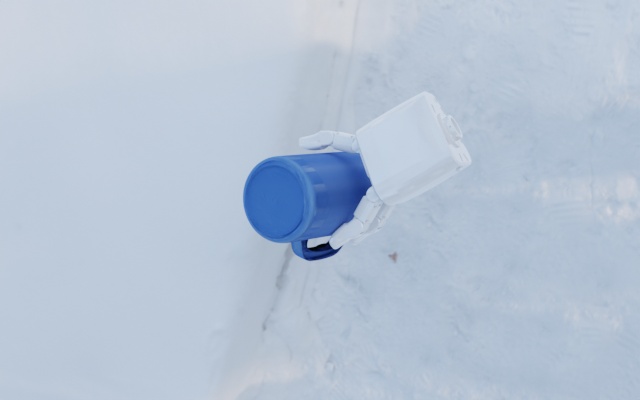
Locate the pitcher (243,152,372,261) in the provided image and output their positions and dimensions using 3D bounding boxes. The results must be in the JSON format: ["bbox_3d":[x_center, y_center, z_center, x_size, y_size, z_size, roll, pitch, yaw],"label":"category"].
[{"bbox_3d":[0.000,0.002,0.683,0.145,0.149,0.243,-28,-9,28],"label":"pitcher"}]
